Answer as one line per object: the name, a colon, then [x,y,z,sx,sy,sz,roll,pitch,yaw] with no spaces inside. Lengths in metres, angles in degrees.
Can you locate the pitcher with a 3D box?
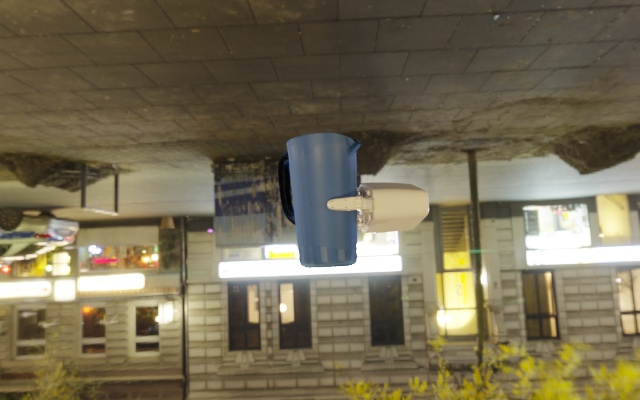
pitcher: [0.000,0.003,0.897,0.145,0.243,0.149,-2,-6,-10]
